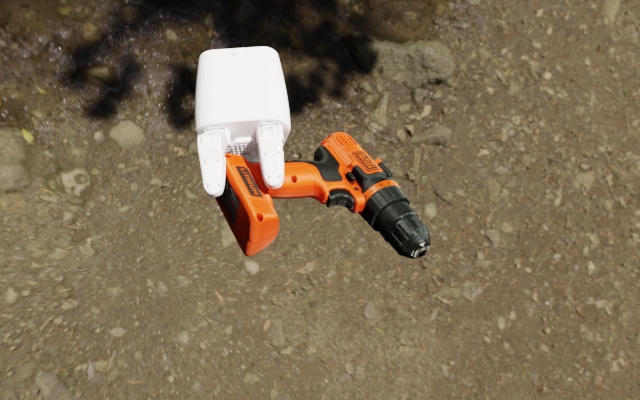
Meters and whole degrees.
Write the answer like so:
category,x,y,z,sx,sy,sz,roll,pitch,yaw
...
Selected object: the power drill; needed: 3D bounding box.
category,x,y,z,sx,sy,sz,roll,pitch,yaw
power drill,0.000,0.001,0.488,0.187,0.057,0.184,-8,44,-33
